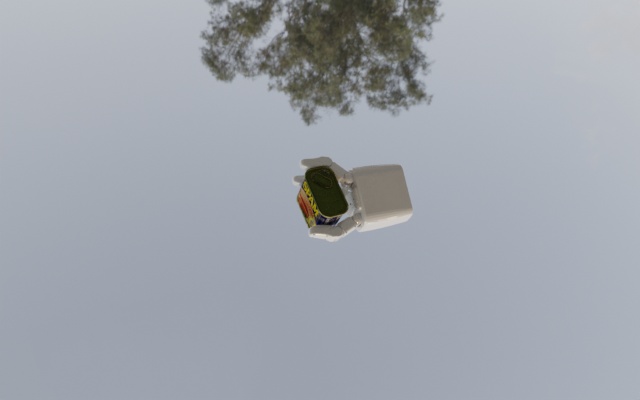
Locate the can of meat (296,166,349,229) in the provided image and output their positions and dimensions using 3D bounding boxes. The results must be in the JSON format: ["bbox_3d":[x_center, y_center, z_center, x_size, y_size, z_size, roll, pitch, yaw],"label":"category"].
[{"bbox_3d":[0.000,0.003,0.868,0.057,0.102,0.084,-13,-24,-23],"label":"can of meat"}]
